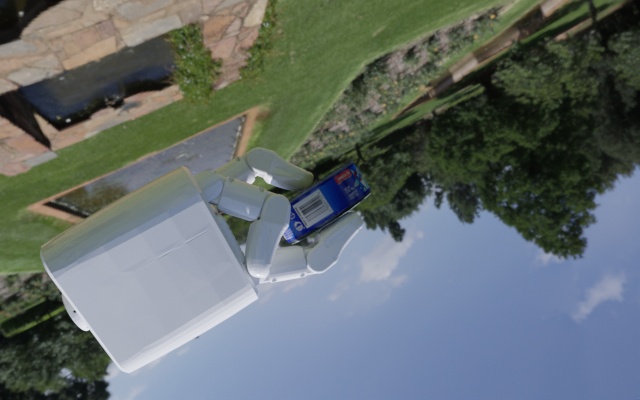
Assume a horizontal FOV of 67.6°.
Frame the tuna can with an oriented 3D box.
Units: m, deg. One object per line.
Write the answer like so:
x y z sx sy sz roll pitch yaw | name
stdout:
0.000 0.002 0.409 0.086 0.034 0.086 -33 2 1 | tuna can
